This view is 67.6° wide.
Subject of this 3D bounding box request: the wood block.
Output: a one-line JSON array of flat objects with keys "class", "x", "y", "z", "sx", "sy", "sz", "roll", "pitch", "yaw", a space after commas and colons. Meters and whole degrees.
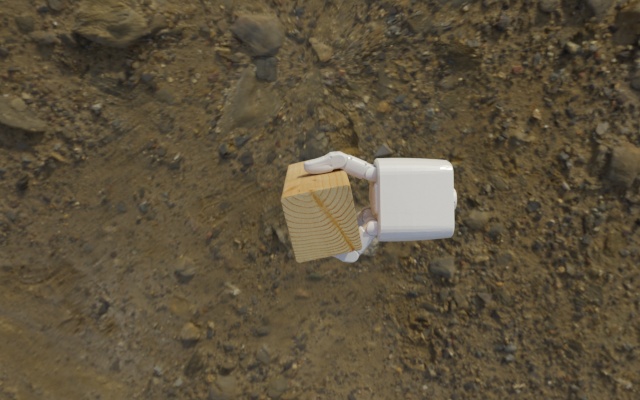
[{"class": "wood block", "x": 0.000, "y": 0.002, "z": 0.697, "sx": 0.090, "sy": 0.091, "sz": 0.206, "roll": -12, "pitch": 15, "yaw": 2}]
